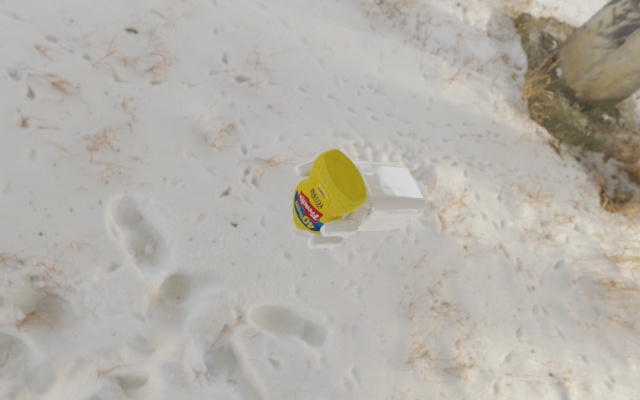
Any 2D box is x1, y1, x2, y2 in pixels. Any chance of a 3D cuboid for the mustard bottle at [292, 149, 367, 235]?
[{"bbox_3d":[0.000,0.002,0.776,0.058,0.096,0.192,-26,-12,-32],"label":"mustard bottle"}]
